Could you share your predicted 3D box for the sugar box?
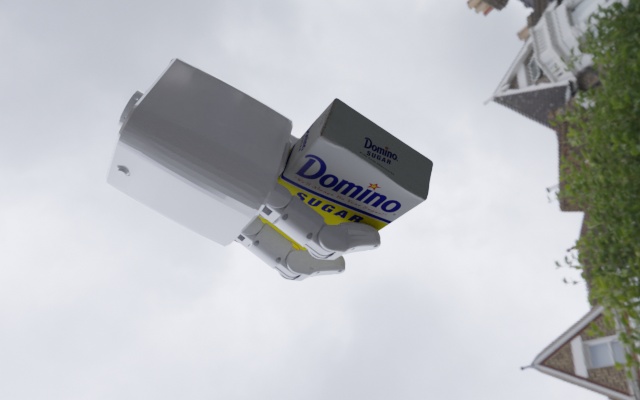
[{"bbox_3d":[0.000,0.002,0.400,0.093,0.048,0.176,30,-36,-15],"label":"sugar box"}]
